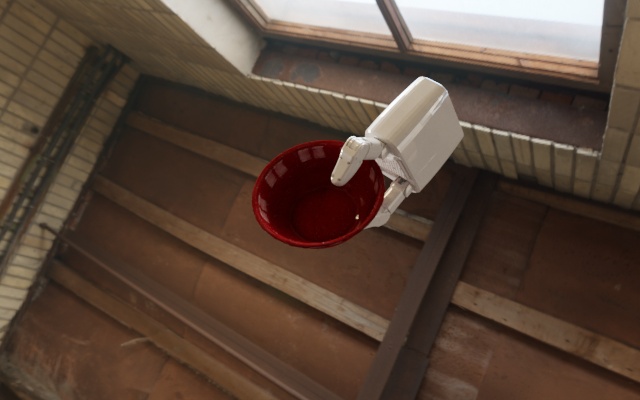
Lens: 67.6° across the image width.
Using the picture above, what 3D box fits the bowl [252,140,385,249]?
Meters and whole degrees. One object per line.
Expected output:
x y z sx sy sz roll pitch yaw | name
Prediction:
-0.001 0.003 0.591 0.162 0.162 0.055 0 -36 11 | bowl
